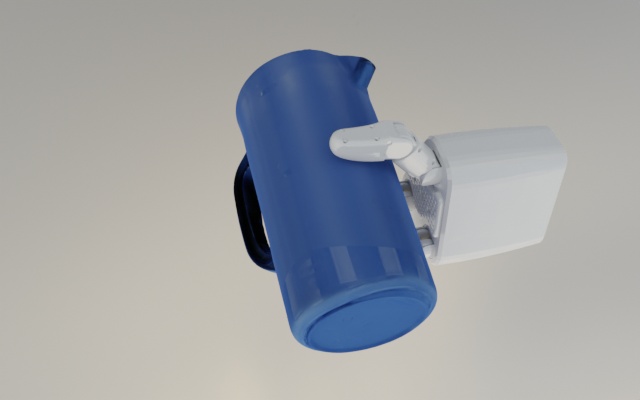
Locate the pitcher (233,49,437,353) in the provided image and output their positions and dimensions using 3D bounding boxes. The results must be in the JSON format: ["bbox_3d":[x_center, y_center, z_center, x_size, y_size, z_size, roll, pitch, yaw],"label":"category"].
[{"bbox_3d":[0.000,0.001,0.411,0.145,0.242,0.149,-8,-38,-10],"label":"pitcher"}]
